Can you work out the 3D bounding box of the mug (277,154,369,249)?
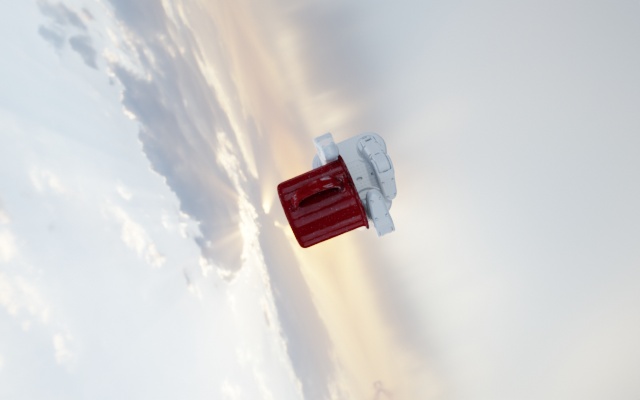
[{"bbox_3d":[0.000,0.002,0.535,0.081,0.093,0.117,-22,-14,0],"label":"mug"}]
